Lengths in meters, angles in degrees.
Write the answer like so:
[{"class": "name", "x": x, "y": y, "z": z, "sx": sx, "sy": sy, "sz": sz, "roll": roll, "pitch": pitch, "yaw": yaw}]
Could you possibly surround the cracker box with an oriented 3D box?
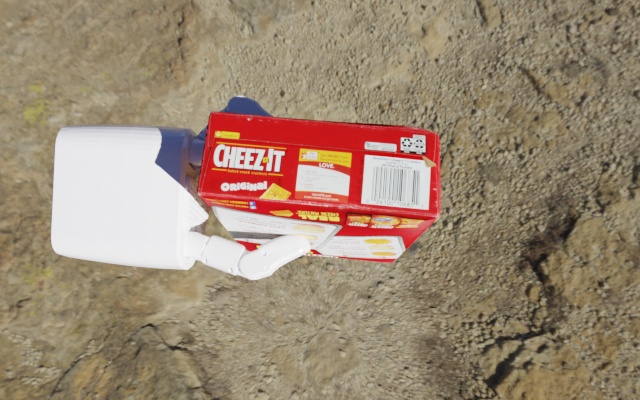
[{"class": "cracker box", "x": 0.000, "y": 0.002, "z": 0.422, "sx": 0.164, "sy": 0.072, "sz": 0.214, "roll": 5, "pitch": -15, "yaw": 1}]
